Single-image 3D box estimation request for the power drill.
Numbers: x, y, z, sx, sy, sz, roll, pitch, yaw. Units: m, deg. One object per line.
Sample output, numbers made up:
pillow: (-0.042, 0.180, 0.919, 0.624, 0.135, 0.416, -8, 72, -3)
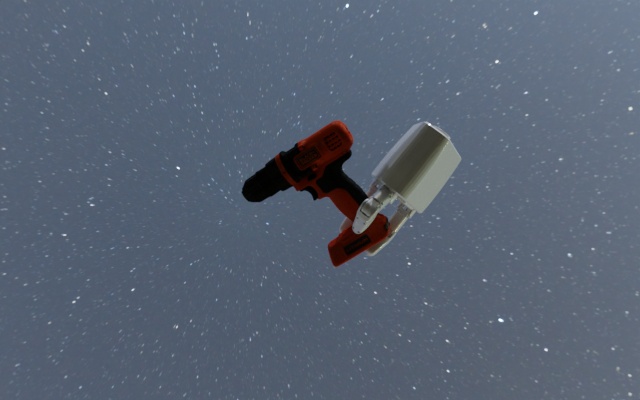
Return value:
power drill: (0.001, 0.003, 0.707, 0.184, 0.188, 0.057, -31, 12, 14)
